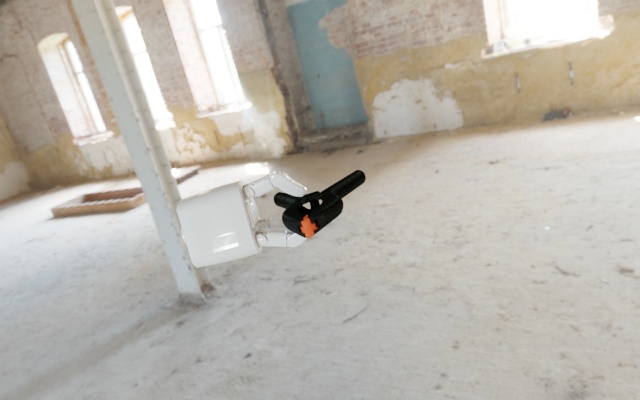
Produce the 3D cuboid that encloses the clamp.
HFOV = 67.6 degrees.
[{"bbox_3d":[0.000,0.002,0.743,0.164,0.036,0.210,-18,16,3],"label":"clamp"}]
